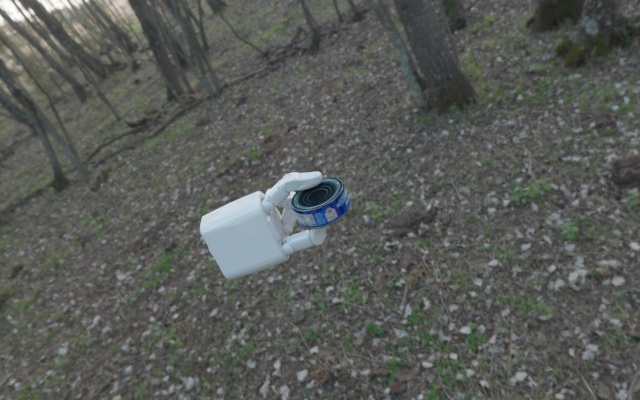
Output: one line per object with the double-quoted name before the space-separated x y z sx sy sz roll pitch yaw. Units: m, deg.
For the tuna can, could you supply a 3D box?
"tuna can" 0.000 0.002 0.709 0.086 0.034 0.086 -18 31 11
